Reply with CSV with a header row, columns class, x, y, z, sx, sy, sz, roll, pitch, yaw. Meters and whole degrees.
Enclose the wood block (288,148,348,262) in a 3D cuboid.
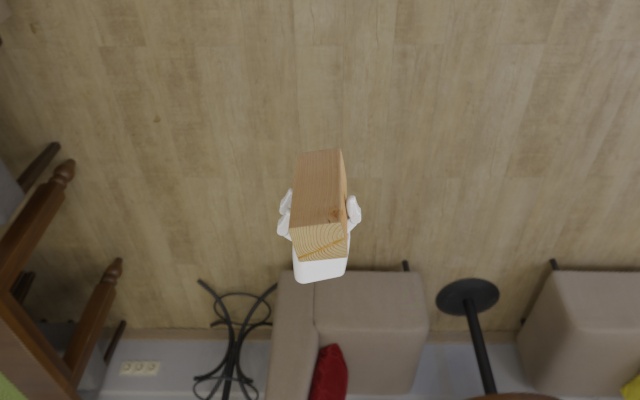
class,x,y,z,sx,sy,sz,roll,pitch,yaw
wood block,0.001,0.003,0.881,0.091,0.090,0.206,-7,42,8
